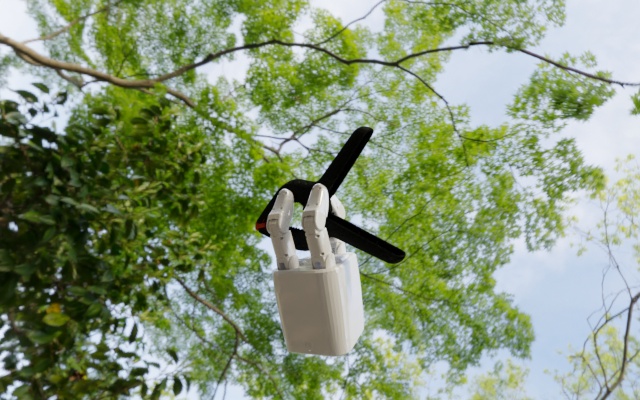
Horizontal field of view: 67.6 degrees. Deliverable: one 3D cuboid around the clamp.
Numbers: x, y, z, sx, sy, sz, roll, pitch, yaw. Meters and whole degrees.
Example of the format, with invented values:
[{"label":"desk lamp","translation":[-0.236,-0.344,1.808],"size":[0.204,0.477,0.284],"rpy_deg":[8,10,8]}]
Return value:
[{"label":"clamp","translation":[0.000,0.002,0.608],"size":[0.210,0.164,0.036],"rpy_deg":[-7,2,34]}]
